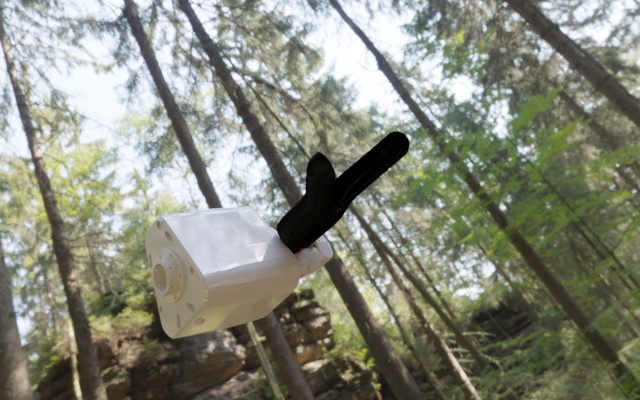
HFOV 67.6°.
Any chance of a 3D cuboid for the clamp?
[{"bbox_3d":[0.000,0.001,0.447,0.120,0.039,0.171,-7,-35,-48],"label":"clamp"}]
